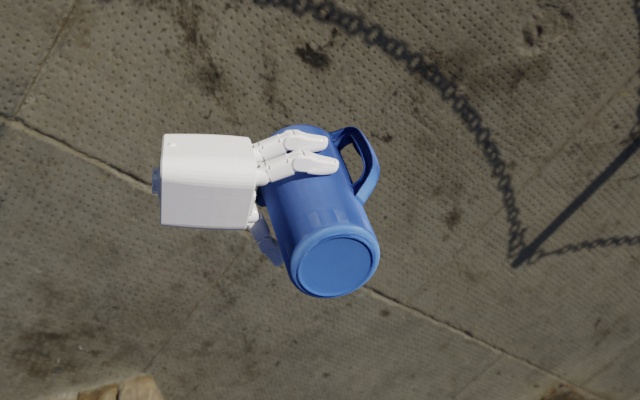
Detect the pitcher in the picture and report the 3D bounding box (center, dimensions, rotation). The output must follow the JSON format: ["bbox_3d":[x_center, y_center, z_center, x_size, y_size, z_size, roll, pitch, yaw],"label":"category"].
[{"bbox_3d":[0.000,0.002,0.625,0.145,0.149,0.242,2,32,-17],"label":"pitcher"}]
